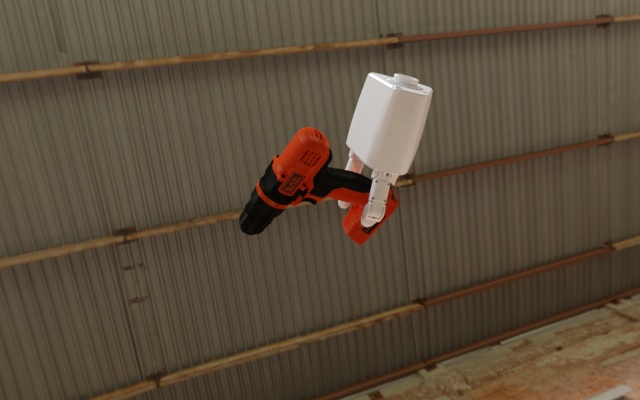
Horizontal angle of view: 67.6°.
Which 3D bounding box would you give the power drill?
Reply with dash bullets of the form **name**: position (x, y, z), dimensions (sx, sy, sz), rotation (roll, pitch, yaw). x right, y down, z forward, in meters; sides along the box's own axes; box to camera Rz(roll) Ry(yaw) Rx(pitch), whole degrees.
- **power drill**: position (0.001, 0.002, 0.668), dimensions (0.188, 0.057, 0.184), rotation (20, -55, -32)
